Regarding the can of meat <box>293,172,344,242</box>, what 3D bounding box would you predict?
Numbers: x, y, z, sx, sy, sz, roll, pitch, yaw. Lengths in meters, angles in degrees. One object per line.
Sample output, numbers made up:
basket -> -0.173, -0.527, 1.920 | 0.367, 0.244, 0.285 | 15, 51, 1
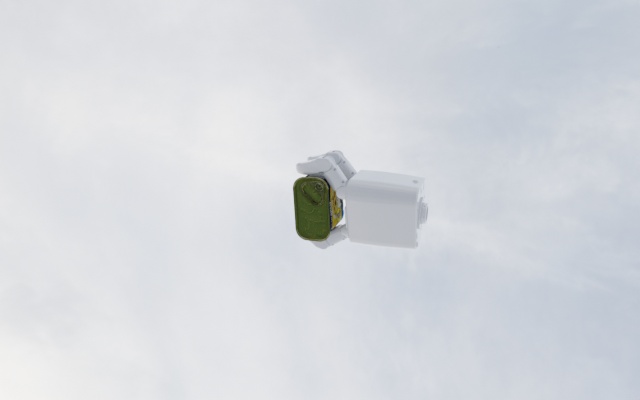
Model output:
can of meat -> 0.000, 0.002, 0.760 | 0.057, 0.102, 0.084 | 3, 18, 20
